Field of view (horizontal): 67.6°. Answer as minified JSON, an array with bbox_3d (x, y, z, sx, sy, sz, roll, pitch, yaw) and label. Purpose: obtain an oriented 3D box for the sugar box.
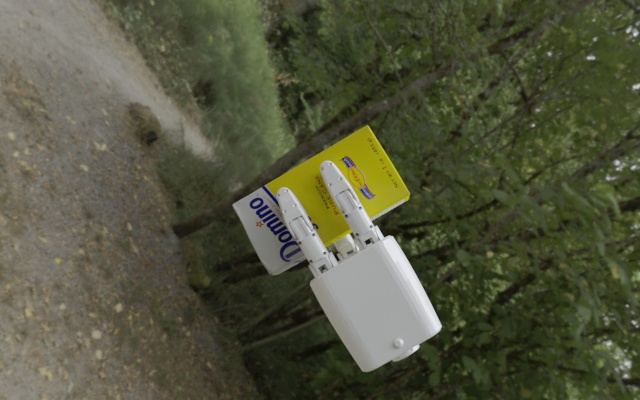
[{"bbox_3d":[0.000,0.002,0.534,0.176,0.093,0.048,-31,-11,1],"label":"sugar box"}]
